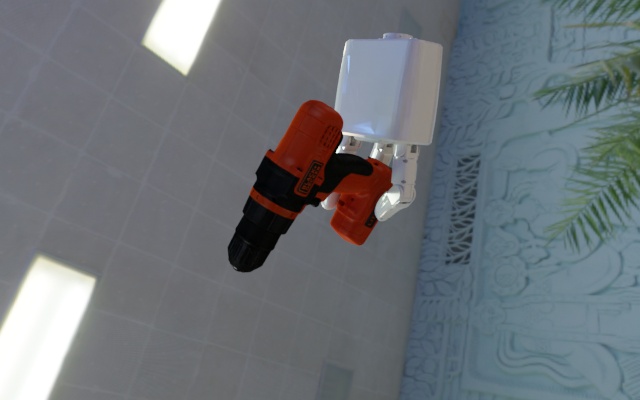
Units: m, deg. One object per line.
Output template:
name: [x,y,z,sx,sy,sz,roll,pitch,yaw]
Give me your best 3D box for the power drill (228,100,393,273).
power drill: [0.000,0.002,0.519,0.057,0.184,0.188,37,11,32]
